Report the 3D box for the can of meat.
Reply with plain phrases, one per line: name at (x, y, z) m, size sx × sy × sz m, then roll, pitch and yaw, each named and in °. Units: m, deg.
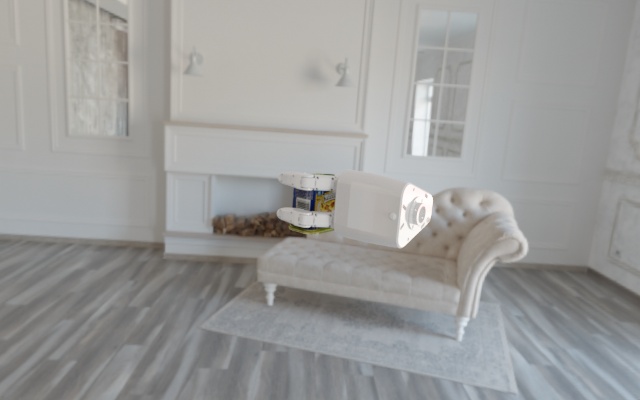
can of meat at (0.000, 0.002, 0.757) m, size 0.057 × 0.084 × 0.102 m, roll 14°, pitch 14°, yaw 38°
